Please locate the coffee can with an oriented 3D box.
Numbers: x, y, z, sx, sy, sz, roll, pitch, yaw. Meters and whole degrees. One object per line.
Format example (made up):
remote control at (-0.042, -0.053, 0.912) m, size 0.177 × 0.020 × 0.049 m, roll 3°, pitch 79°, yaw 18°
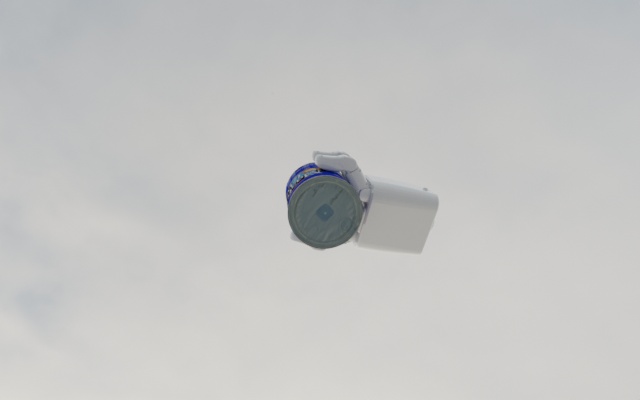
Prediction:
coffee can at (0.000, 0.002, 0.714) m, size 0.103 × 0.103 × 0.140 m, roll 0°, pitch 13°, yaw -6°
